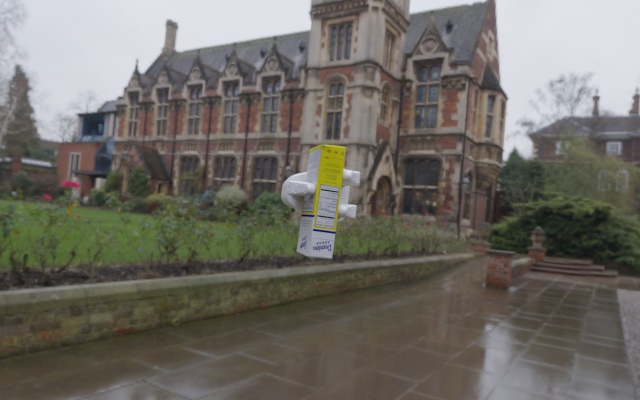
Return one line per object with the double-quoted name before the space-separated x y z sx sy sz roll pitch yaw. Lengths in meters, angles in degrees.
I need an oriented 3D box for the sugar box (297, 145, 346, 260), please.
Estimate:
"sugar box" 0.001 0.002 0.771 0.048 0.176 0.093 5 -2 -14
